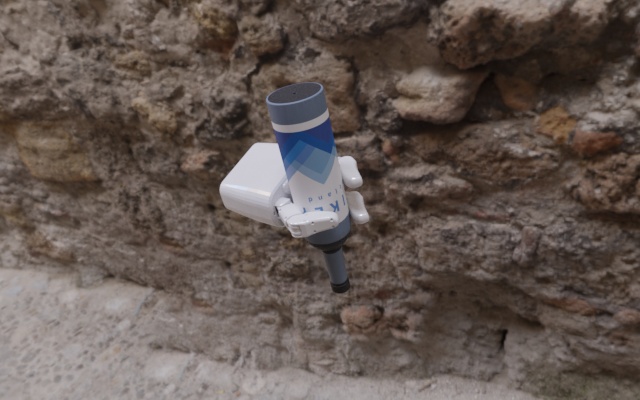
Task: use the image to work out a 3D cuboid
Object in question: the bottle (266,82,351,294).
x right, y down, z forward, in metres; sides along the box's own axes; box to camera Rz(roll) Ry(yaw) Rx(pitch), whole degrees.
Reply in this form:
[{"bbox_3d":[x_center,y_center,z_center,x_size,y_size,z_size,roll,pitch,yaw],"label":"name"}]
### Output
[{"bbox_3d":[0.000,0.002,0.612,0.069,0.296,0.069,-10,31,6],"label":"bottle"}]
